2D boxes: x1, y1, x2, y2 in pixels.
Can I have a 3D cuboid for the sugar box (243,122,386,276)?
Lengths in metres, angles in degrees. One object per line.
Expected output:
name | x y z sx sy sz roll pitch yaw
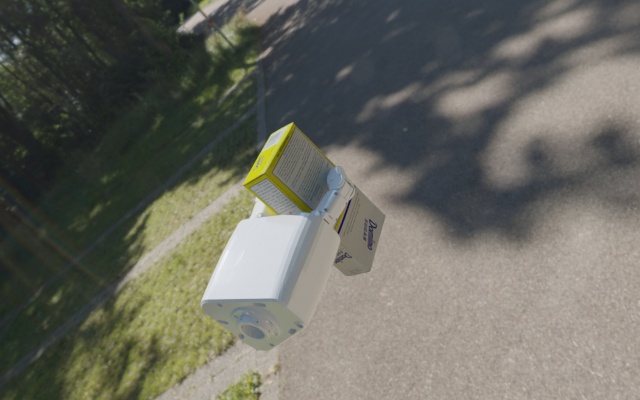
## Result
sugar box | 0.000 0.002 0.561 0.048 0.093 0.176 -22 -57 40
